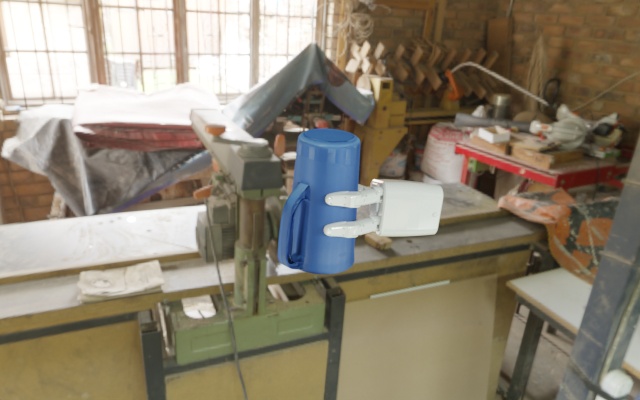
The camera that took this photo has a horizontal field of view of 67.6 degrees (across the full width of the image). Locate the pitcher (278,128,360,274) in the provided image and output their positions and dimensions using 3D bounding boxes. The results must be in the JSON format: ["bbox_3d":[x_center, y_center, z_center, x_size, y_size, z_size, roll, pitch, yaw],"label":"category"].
[{"bbox_3d":[0.000,0.003,0.850,0.145,0.243,0.149,2,22,-5],"label":"pitcher"}]
